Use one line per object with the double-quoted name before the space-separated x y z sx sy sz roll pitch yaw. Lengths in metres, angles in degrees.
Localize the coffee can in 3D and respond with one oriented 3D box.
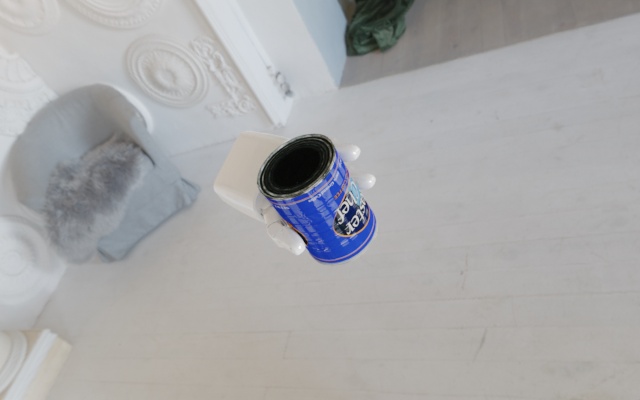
"coffee can" 0.000 0.002 0.597 0.103 0.102 0.140 0 -38 33
